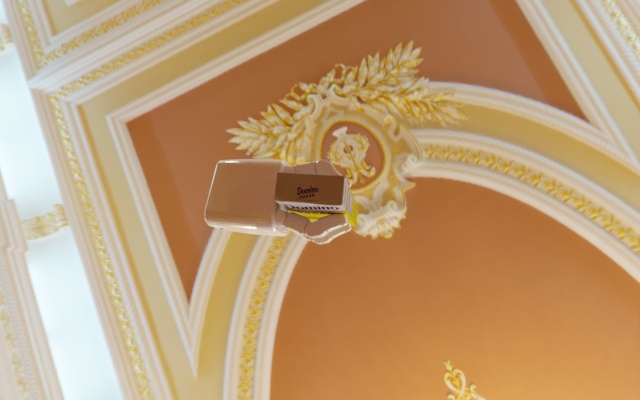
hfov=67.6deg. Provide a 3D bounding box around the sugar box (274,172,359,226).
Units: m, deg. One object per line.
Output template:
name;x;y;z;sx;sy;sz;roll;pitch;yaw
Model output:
sugar box;0.000;0.003;0.696;0.093;0.048;0.176;4;-9;12
